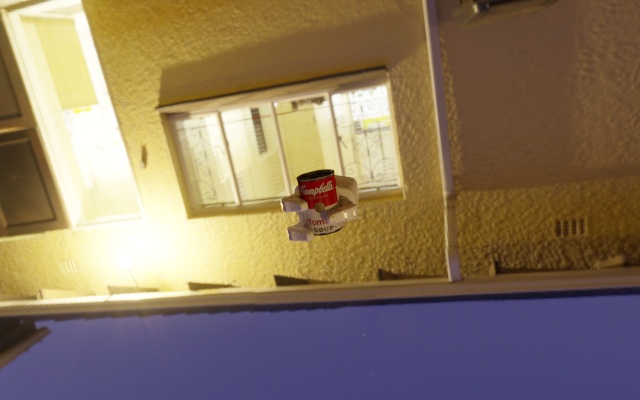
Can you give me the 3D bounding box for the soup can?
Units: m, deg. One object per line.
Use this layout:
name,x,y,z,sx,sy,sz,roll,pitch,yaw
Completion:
soup can,0.000,0.003,0.836,0.068,0.102,0.068,-10,15,3
